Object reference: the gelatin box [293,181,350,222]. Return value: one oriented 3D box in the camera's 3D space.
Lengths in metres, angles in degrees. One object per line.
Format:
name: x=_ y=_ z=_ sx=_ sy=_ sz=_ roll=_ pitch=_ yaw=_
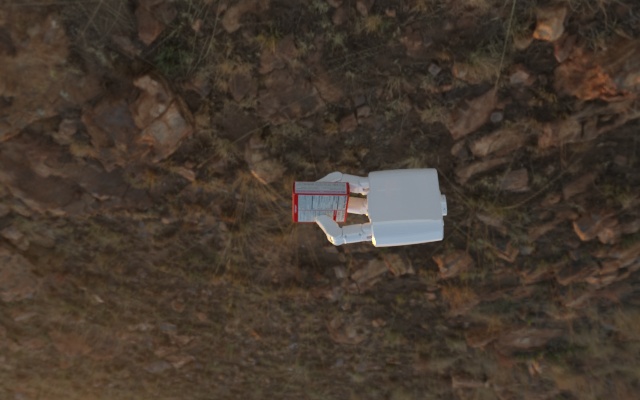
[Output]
gelatin box: x=0.000 y=0.003 z=0.764 sx=0.089 sy=0.030 sz=0.073 roll=0 pitch=-39 yaw=-3
